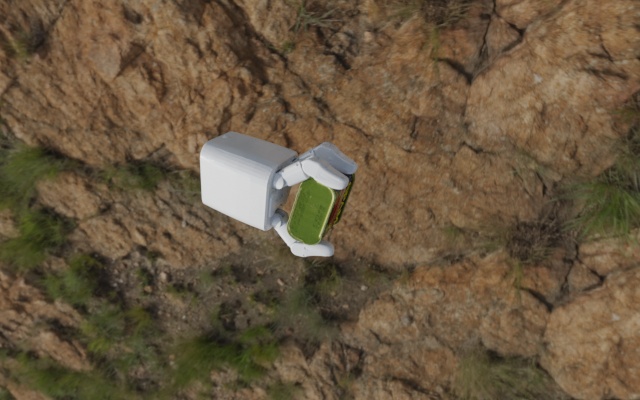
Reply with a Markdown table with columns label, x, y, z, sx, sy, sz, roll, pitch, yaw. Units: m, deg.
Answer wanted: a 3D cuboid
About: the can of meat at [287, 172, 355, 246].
| label | x | y | z | sx | sy | sz | roll | pitch | yaw |
| --- | --- | --- | --- | --- | --- | --- | --- | --- | --- |
| can of meat | 0.000 | 0.002 | 0.657 | 0.057 | 0.102 | 0.084 | 24 | 26 | 11 |
